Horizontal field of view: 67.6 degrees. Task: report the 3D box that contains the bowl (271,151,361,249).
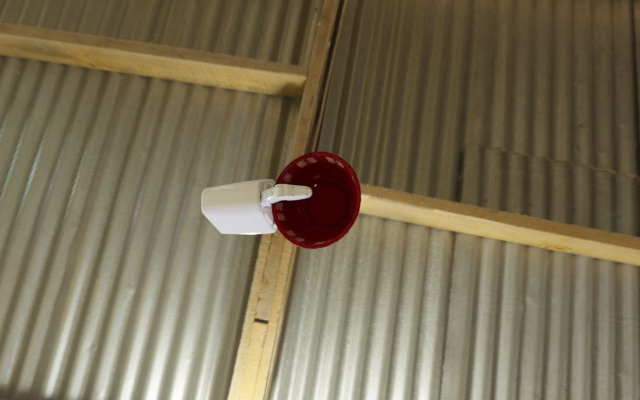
[{"bbox_3d":[0.002,0.003,0.799,0.162,0.162,0.055,0,-10,25],"label":"bowl"}]
